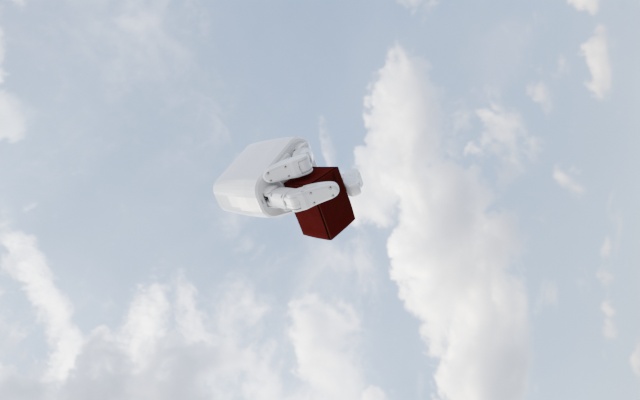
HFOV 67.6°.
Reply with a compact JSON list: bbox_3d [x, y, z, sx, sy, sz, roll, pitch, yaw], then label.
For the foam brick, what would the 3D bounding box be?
[{"bbox_3d":[0.000,0.002,0.599,0.051,0.078,0.053,3,30,46],"label":"foam brick"}]
